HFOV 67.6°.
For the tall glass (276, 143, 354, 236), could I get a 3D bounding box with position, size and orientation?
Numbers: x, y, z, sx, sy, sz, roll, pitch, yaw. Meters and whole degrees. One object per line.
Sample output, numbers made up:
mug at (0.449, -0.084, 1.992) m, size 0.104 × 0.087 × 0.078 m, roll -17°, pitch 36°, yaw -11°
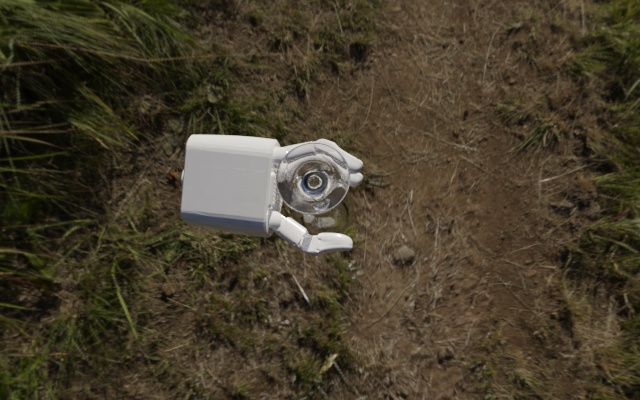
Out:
tall glass at (0.000, 0.002, 0.566) m, size 0.079 × 0.079 × 0.201 m, roll 0°, pitch -14°, yaw 5°
